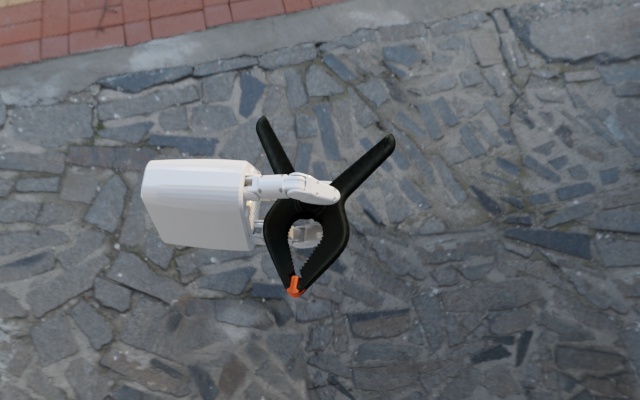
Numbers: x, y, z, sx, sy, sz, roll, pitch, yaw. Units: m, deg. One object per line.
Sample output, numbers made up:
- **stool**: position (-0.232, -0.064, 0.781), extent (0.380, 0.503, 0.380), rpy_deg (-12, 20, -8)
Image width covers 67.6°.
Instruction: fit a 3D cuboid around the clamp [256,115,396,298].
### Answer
- **clamp**: position (0.000, 0.002, 0.529), extent (0.164, 0.210, 0.036), rpy_deg (2, -20, 4)
